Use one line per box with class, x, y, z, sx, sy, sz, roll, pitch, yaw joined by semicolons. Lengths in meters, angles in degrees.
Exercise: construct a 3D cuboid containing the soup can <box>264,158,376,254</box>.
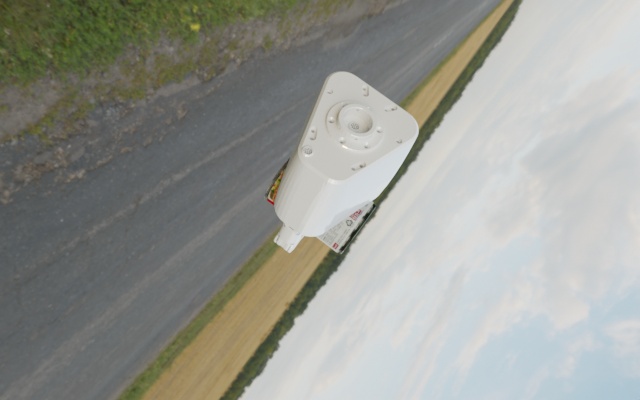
soup can;0.000;0.002;0.516;0.102;0.068;0.068;36;3;4
